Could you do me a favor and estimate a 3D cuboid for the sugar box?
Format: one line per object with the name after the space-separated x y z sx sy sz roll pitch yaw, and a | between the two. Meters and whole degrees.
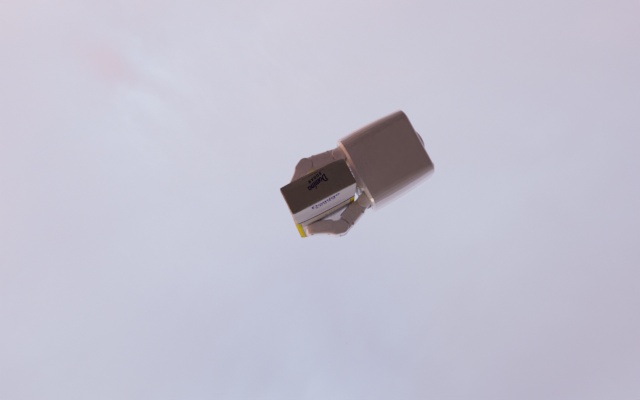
0.000 0.002 0.679 0.093 0.048 0.176 -27 -16 -5 | sugar box
